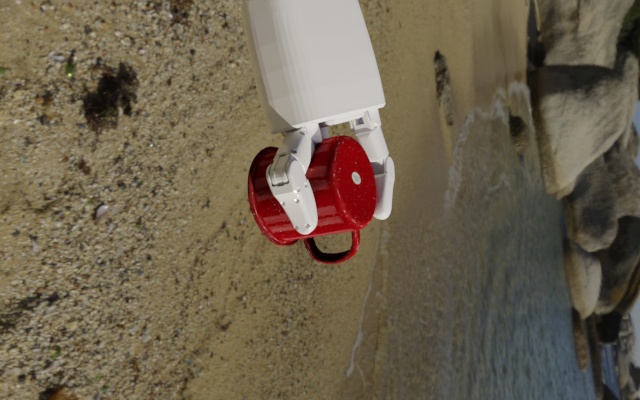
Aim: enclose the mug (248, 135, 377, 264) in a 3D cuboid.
[{"bbox_3d":[0.001,0.003,0.421,0.081,0.117,0.093,-10,11,30],"label":"mug"}]
